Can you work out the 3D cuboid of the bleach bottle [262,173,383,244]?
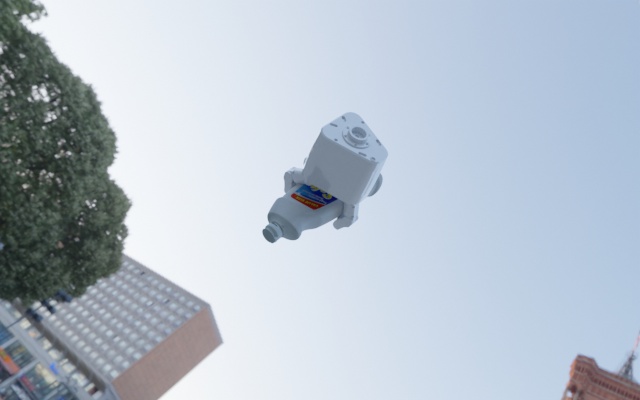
[{"bbox_3d":[0.000,0.003,0.848,0.250,0.102,0.068,-38,-18,-38],"label":"bleach bottle"}]
